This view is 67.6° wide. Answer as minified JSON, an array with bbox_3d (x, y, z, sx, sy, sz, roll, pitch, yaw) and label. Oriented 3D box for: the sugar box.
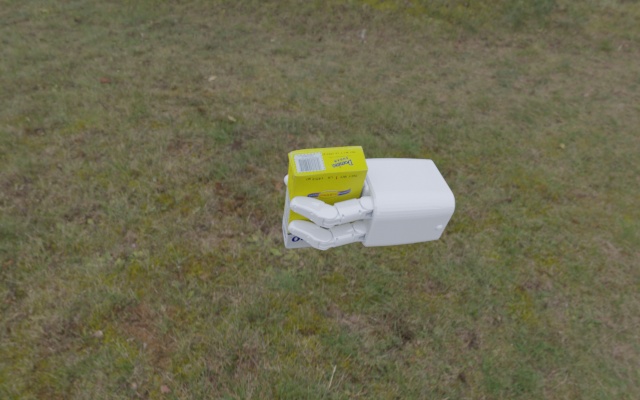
[{"bbox_3d":[0.000,0.002,0.640,0.093,0.048,0.176,-5,-36,-10],"label":"sugar box"}]
